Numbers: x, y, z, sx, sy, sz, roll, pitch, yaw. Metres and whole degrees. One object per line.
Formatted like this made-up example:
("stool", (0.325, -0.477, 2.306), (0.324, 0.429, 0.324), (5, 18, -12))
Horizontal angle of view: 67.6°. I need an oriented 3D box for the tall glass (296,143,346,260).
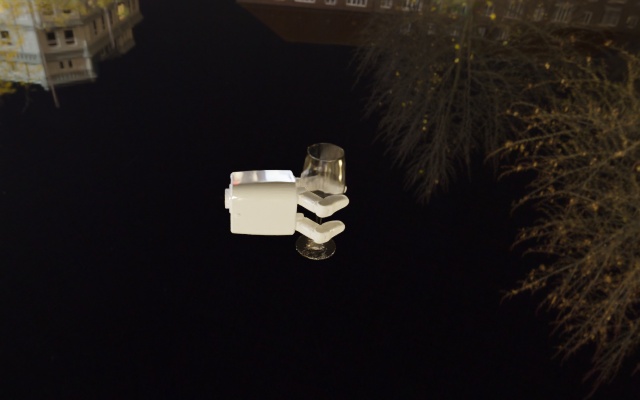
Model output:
("tall glass", (0.000, 0.003, 0.827), (0.079, 0.201, 0.079), (5, 34, -3))
